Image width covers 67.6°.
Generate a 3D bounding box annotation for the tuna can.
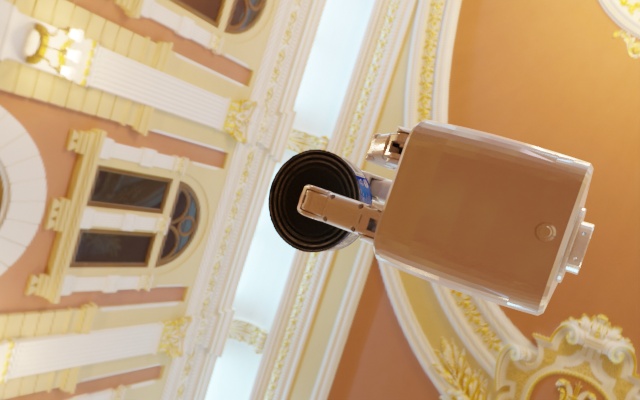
[{"bbox_3d":[0.000,0.001,0.409,0.086,0.086,0.034,0,-5,27],"label":"tuna can"}]
